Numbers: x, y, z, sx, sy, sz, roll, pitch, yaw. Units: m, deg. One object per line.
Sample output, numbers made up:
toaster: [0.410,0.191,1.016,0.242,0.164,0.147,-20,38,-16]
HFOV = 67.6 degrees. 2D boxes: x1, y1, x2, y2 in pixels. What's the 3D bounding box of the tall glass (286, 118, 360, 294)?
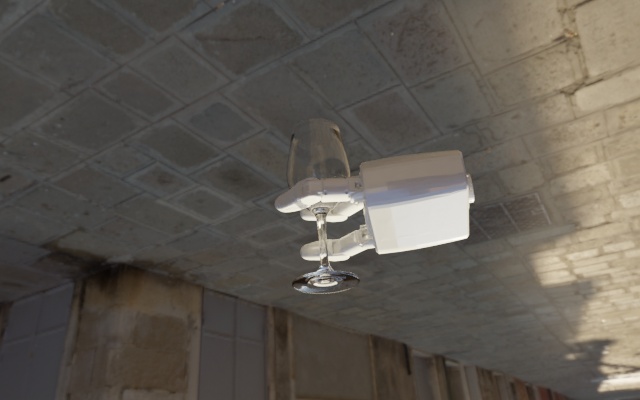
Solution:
tall glass: [0.000,0.002,0.563,0.079,0.201,0.079,-3,-27,-2]
